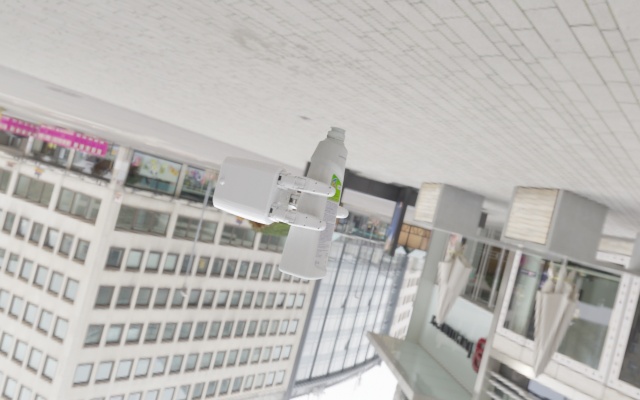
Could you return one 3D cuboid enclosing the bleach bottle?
[{"bbox_3d":[0.000,0.003,0.803,0.068,0.251,0.102,14,-1,19],"label":"bleach bottle"}]
